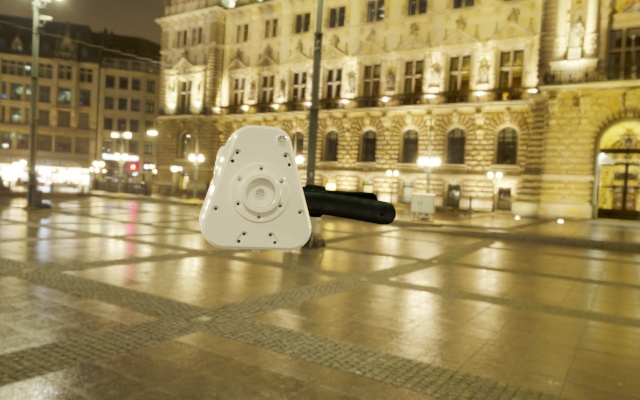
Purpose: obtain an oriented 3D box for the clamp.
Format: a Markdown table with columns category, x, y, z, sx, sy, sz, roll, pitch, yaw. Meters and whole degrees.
| category | x | y | z | sx | sy | sz | roll | pitch | yaw |
| --- | --- | --- | --- | --- | --- | --- | --- | --- | --- |
| clamp | 0.000 | 0.001 | 0.538 | 0.171 | 0.039 | 0.120 | 3 | 1 | -13 |
